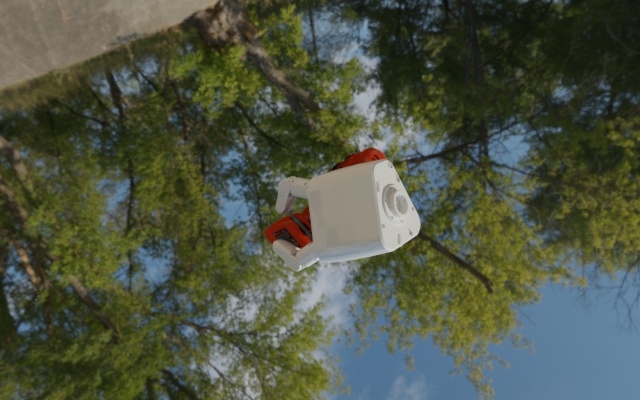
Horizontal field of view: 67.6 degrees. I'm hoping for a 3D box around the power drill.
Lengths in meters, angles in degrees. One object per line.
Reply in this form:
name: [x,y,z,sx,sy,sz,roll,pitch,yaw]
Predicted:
power drill: [0.000,0.003,0.736,0.187,0.057,0.184,-46,7,-26]
